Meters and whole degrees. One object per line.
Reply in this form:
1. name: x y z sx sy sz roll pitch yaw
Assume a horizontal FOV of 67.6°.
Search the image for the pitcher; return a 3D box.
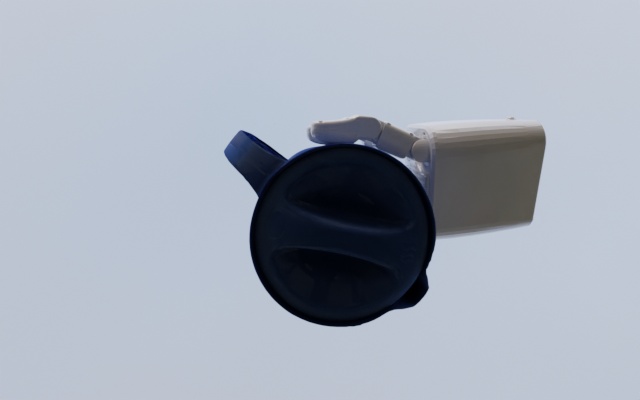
1. pitcher: 0.000 0.001 0.446 0.145 0.149 0.243 -7 10 -4
